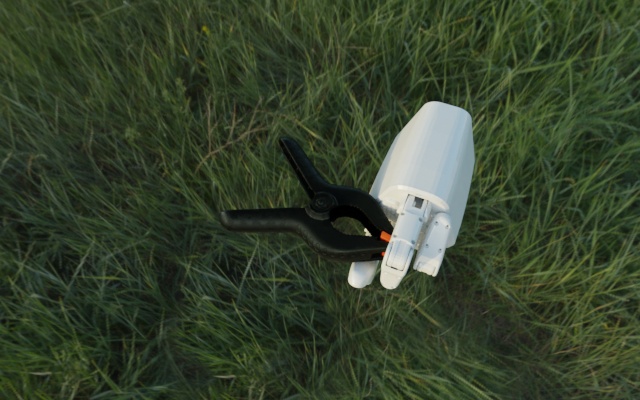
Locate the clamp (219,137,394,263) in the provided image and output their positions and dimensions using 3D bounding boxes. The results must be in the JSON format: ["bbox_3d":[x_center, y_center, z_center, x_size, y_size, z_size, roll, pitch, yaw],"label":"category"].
[{"bbox_3d":[0.000,0.001,0.468,0.171,0.120,0.039,19,-23,10],"label":"clamp"}]
